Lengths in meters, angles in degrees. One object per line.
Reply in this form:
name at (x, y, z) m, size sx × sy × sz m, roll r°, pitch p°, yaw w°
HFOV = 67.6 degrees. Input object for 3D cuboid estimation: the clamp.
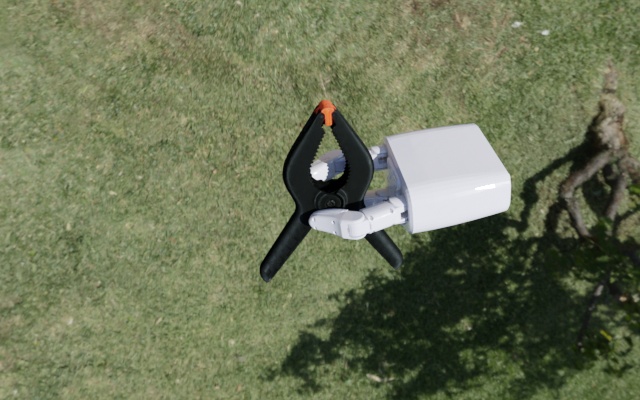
clamp at (0.000, 0.002, 0.507) m, size 0.164 × 0.210 × 0.036 m, roll -12°, pitch 29°, yaw -2°
